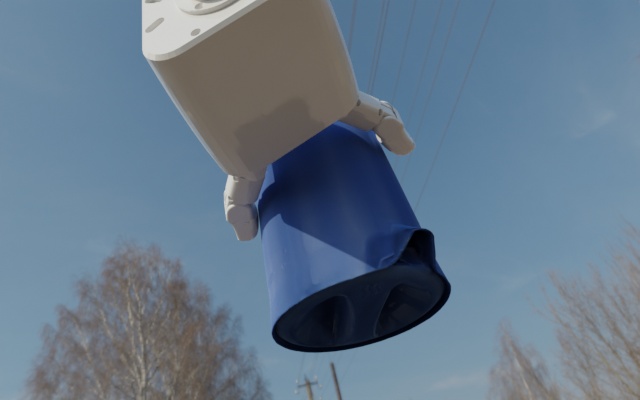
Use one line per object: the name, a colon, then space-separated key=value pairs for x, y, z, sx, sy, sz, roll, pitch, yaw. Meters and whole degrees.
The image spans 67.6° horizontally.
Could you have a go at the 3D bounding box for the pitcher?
pitcher: x=0.000 y=0.001 z=0.417 sx=0.149 sy=0.242 sz=0.145 roll=-21 pitch=-36 yaw=7
